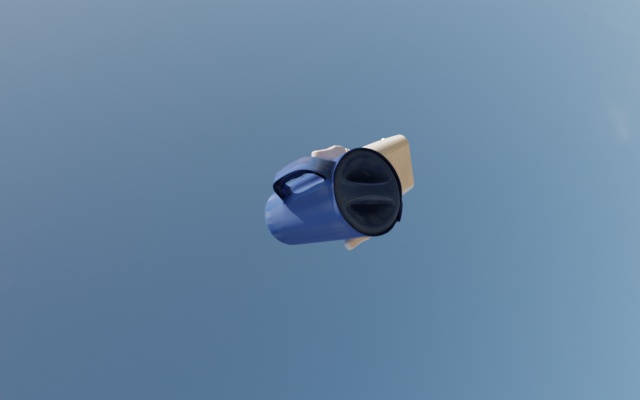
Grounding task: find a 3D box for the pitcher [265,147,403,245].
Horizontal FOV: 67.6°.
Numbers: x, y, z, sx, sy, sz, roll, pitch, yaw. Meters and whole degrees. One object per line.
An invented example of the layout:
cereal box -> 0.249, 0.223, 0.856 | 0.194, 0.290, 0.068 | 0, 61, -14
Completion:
pitcher -> 0.000, 0.003, 0.783 | 0.145, 0.149, 0.243 | -25, 4, -37
